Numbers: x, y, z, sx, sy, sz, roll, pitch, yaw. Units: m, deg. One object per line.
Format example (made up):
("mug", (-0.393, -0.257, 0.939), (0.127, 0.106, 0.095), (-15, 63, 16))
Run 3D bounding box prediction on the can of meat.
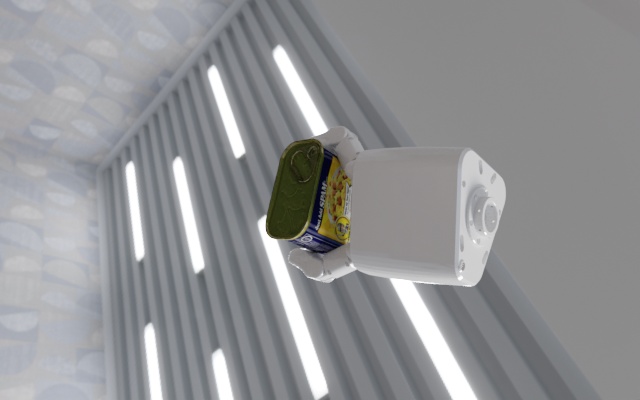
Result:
("can of meat", (0.000, 0.002, 0.483), (0.057, 0.102, 0.084), (-3, -21, 43))
